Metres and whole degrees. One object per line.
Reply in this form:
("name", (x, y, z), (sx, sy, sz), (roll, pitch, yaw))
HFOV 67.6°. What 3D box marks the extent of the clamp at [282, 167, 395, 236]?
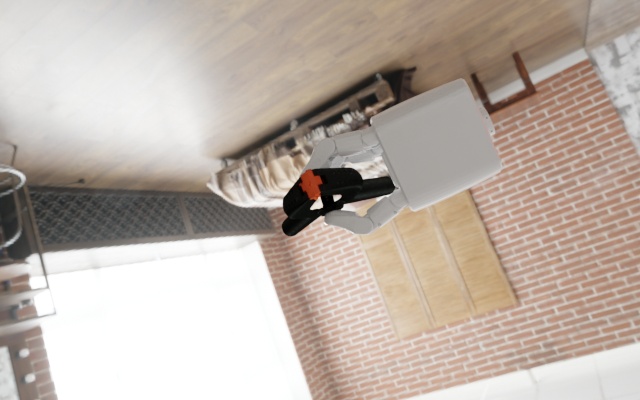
("clamp", (0.000, 0.002, 0.568), (0.164, 0.036, 0.210), (-26, -11, 13))
